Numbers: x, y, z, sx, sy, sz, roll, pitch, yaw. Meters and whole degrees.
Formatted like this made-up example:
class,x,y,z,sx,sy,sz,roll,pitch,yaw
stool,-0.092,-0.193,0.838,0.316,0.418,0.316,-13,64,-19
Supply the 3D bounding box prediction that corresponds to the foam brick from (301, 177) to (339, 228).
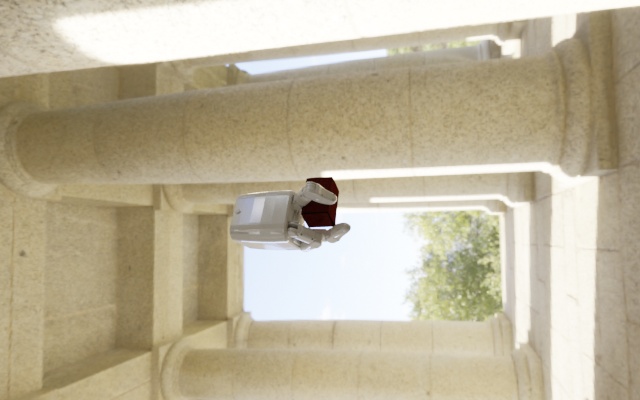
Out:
class,x,y,z,sx,sy,sz,roll,pitch,yaw
foam brick,0.000,0.003,0.861,0.051,0.078,0.053,-3,-34,17
